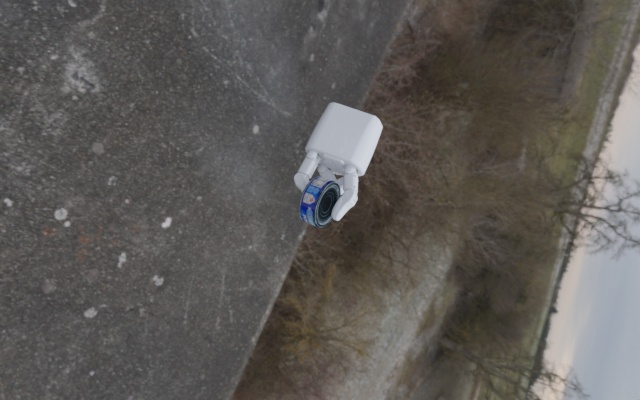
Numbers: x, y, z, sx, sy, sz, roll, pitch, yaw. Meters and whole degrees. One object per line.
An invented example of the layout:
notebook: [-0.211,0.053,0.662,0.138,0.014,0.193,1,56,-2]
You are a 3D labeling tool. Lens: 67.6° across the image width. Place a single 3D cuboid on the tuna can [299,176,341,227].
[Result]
tuna can: [0.001,0.003,0.828,0.033,0.086,0.086,20,9,27]
